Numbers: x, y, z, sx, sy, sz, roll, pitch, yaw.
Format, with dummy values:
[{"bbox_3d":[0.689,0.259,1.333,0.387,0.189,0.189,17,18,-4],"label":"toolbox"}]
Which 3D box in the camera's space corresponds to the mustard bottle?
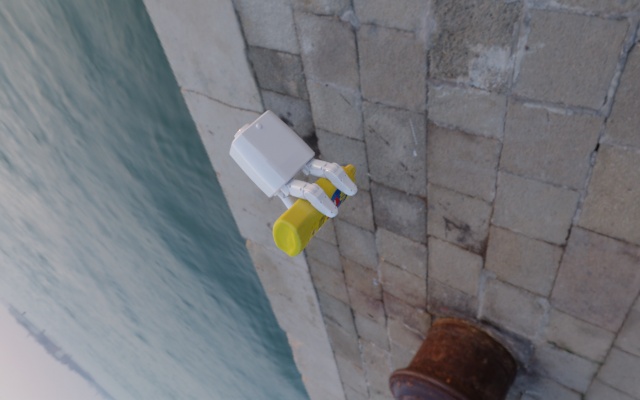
[{"bbox_3d":[0.000,0.003,0.800,0.058,0.191,0.096,33,-32,16],"label":"mustard bottle"}]
